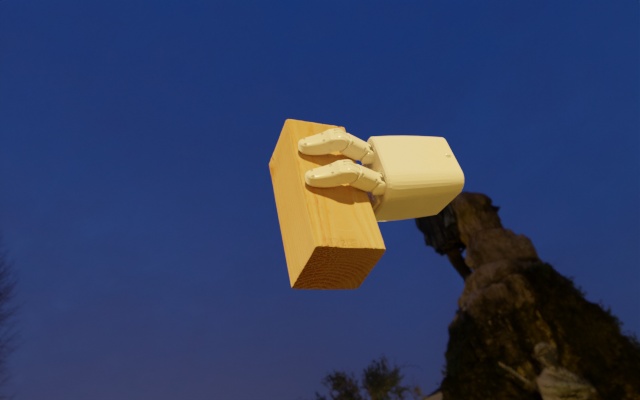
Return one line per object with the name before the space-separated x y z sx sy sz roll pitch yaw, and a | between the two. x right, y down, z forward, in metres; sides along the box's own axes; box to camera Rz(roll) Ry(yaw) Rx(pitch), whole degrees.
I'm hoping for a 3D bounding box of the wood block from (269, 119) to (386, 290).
wood block | 0.000 0.002 0.613 0.090 0.206 0.091 4 -42 -22
